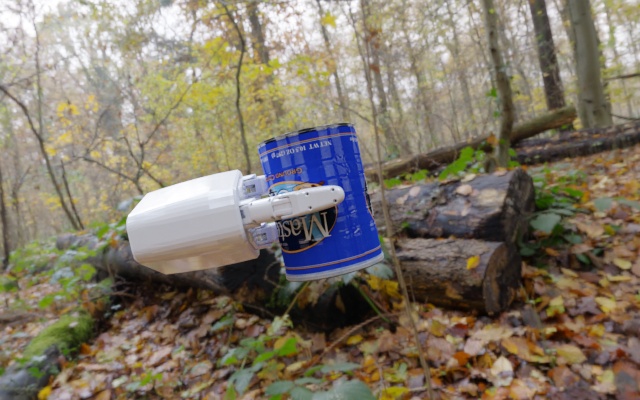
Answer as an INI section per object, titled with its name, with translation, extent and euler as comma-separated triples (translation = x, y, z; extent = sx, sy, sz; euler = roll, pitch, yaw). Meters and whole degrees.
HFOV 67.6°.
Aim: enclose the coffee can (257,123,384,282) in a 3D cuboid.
[coffee can]
translation = 0.000, 0.002, 0.490
extent = 0.103, 0.140, 0.103
euler = -13, 1, 0
